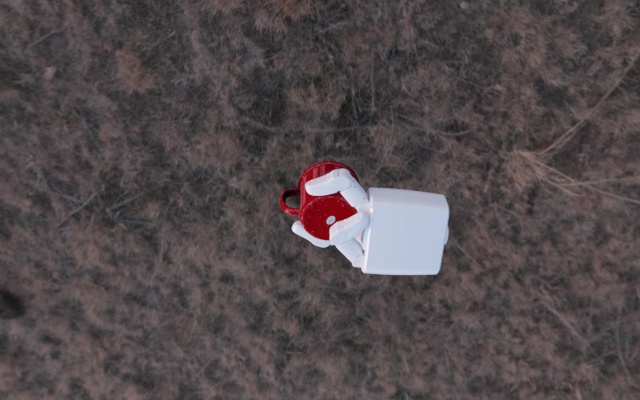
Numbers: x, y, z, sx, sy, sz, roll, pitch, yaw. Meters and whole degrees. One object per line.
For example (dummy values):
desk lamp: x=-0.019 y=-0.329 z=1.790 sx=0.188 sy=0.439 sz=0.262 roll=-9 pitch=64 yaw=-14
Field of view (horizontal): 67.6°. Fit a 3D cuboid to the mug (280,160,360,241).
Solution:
mug: x=-0.001 y=0.002 z=0.682 sx=0.117 sy=0.093 sz=0.081 roll=3 pitch=35 yaw=-2
